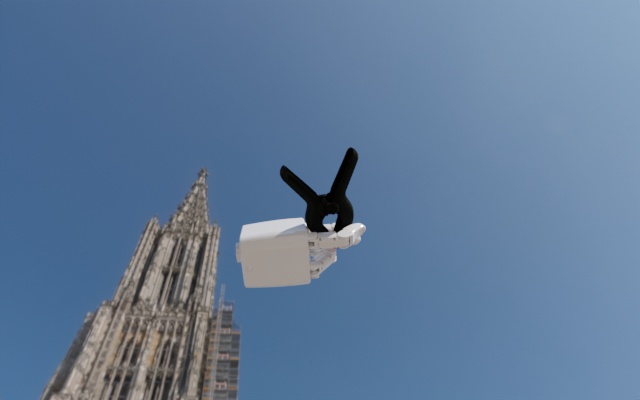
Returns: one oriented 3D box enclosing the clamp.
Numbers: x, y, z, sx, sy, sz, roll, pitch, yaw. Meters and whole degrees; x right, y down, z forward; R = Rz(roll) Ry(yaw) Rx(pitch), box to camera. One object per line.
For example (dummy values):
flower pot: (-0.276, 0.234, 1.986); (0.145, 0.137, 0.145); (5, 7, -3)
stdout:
clamp: (0.000, 0.002, 0.749); (0.120, 0.171, 0.039); (-5, 28, -5)
